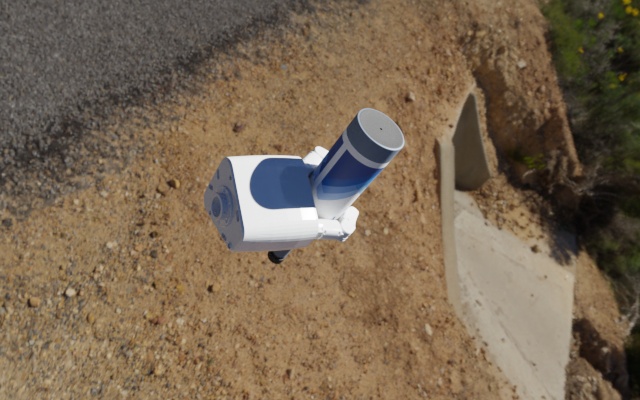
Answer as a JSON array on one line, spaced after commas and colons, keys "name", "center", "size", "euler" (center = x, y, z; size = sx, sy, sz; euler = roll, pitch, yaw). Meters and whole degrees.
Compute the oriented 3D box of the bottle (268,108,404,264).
[{"name": "bottle", "center": [0.000, 0.002, 0.653], "size": [0.069, 0.069, 0.296], "euler": [0, -36, -37]}]
